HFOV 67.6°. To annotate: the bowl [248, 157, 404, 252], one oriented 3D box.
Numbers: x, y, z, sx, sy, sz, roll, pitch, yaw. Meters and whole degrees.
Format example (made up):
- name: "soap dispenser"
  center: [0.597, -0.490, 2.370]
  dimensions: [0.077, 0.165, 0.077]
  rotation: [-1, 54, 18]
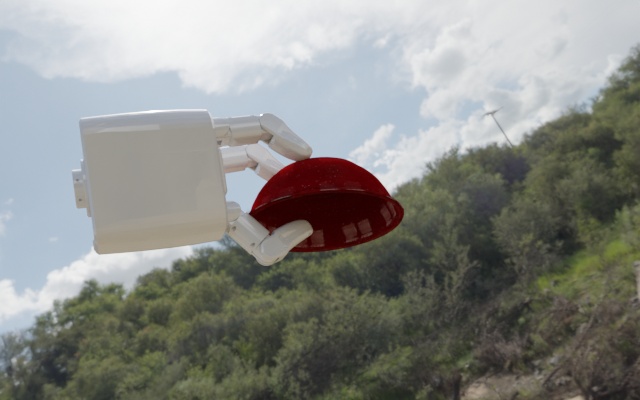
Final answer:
- name: "bowl"
  center: [0.001, 0.001, 0.484]
  dimensions: [0.162, 0.055, 0.162]
  rotation: [-5, -24, -2]
